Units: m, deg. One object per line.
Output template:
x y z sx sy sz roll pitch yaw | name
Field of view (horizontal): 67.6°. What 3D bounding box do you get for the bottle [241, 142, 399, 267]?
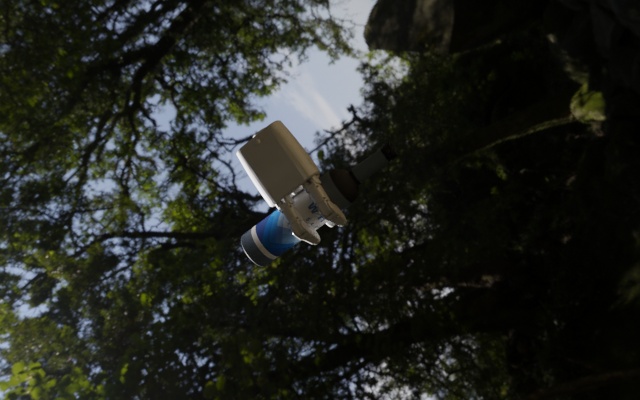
0.000 0.003 0.786 0.296 0.069 0.069 -36 -11 15 | bottle
